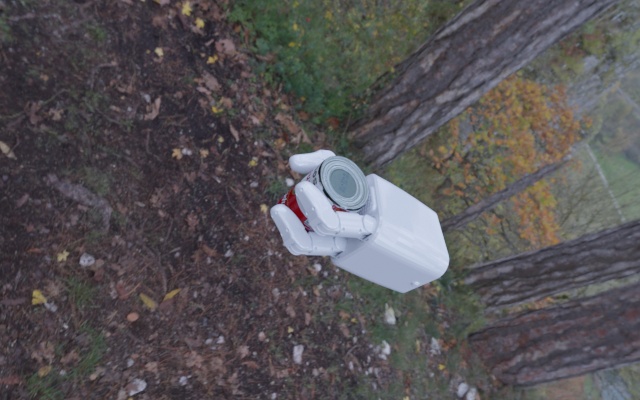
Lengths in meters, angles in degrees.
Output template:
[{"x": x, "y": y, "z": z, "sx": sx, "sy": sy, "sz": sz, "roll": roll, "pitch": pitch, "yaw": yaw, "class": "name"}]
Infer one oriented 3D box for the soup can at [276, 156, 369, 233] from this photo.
[{"x": 0.000, "y": 0.001, "z": 0.550, "sx": 0.068, "sy": 0.068, "sz": 0.102, "roll": 0, "pitch": -25, "yaw": -36, "class": "soup can"}]
